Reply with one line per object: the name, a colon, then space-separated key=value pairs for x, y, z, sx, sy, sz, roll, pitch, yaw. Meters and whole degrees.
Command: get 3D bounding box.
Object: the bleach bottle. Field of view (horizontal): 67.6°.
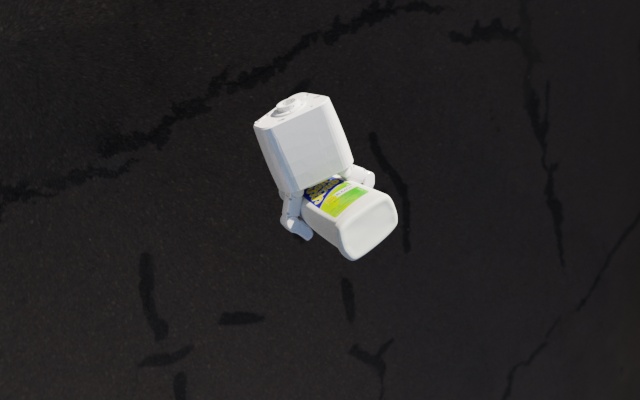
bleach bottle: x=0.000 y=0.002 z=0.734 sx=0.102 sy=0.068 sz=0.250 roll=-35 pitch=32 yaw=-20
